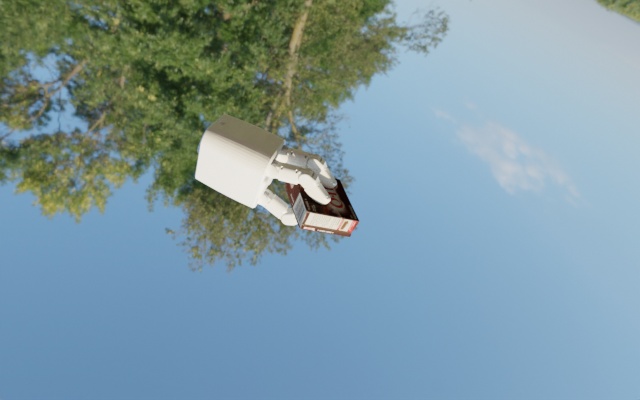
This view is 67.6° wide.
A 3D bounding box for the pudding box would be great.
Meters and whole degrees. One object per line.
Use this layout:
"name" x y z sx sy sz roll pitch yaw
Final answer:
"pudding box" 0.000 0.003 0.743 0.090 0.039 0.113 10 36 -25
